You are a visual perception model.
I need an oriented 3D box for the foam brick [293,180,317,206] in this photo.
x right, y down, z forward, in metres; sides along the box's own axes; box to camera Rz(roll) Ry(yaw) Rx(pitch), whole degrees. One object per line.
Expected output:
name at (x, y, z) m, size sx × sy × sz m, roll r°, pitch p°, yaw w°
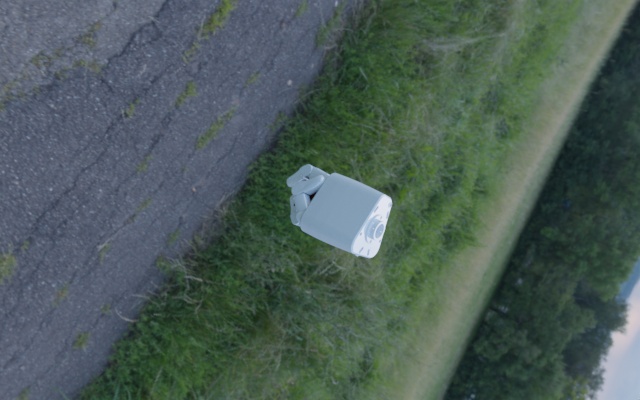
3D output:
foam brick at (0.000, 0.003, 0.851) m, size 0.051 × 0.053 × 0.078 m, roll 23°, pitch 0°, yaw 34°
